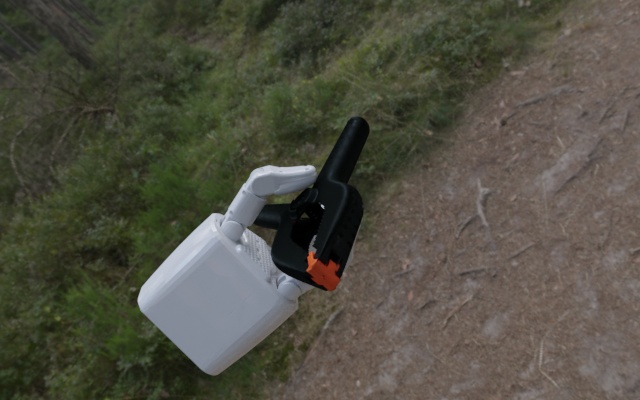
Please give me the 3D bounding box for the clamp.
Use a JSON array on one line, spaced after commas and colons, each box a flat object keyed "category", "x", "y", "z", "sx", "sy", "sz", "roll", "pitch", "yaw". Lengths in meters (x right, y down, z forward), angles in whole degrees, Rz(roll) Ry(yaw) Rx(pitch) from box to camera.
[{"category": "clamp", "x": -0.001, "y": 0.001, "z": 0.433, "sx": 0.036, "sy": 0.164, "sz": 0.210, "roll": 42, "pitch": 9, "yaw": -22}]
